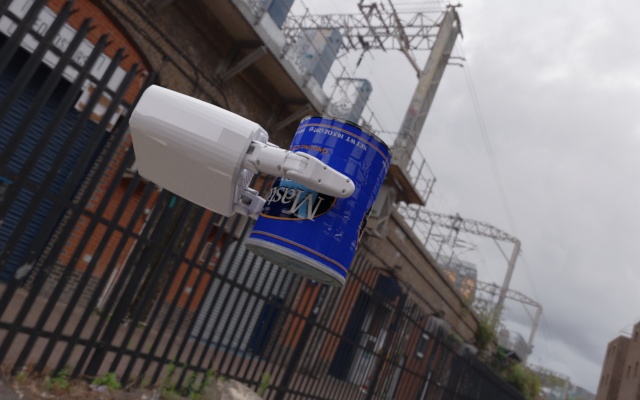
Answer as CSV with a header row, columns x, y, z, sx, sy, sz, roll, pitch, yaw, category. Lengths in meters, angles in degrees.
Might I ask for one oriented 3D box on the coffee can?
x,y,z,sx,sy,sz,roll,pitch,yaw,category
0.000,0.002,0.476,0.103,0.140,0.103,21,-15,6,coffee can
